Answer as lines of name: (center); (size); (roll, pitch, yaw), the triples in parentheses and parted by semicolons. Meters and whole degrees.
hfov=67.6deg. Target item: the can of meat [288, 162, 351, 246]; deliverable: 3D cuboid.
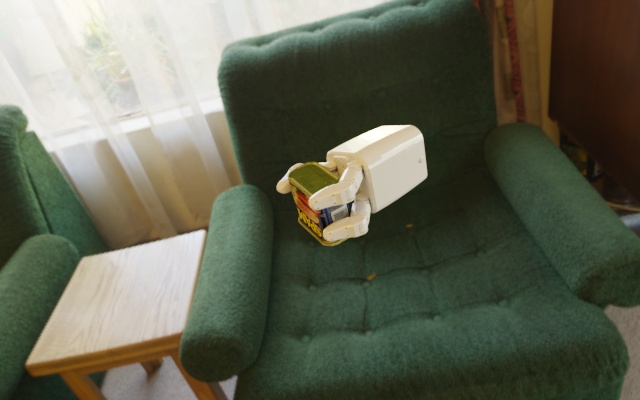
can of meat: (0.000, 0.002, 0.680); (0.057, 0.084, 0.102); (-27, 35, -18)
